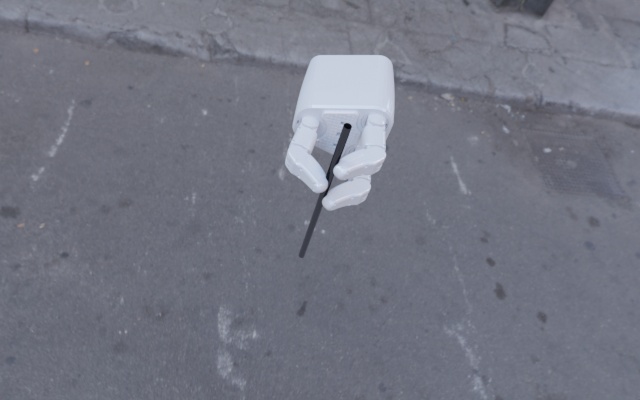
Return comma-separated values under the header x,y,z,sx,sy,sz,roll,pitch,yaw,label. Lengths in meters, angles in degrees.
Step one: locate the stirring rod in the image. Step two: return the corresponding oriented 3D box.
x,y,z,sx,sy,sz,roll,pitch,yaw,label
0.000,0.002,0.535,0.011,0.011,0.240,0,-36,-15,stirring rod
